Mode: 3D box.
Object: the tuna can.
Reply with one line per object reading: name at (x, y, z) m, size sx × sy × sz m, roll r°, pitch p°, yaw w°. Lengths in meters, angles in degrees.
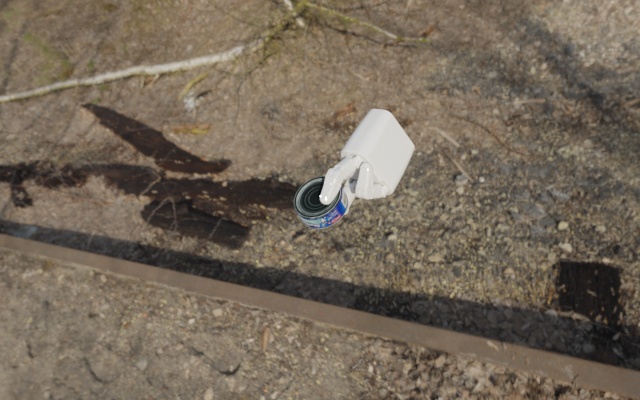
tuna can at (0.000, 0.002, 0.784) m, size 0.086 × 0.086 × 0.034 m, roll 0°, pitch -34°, yaw 26°
